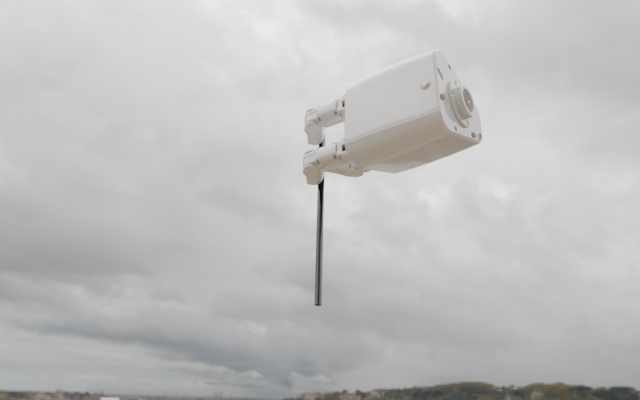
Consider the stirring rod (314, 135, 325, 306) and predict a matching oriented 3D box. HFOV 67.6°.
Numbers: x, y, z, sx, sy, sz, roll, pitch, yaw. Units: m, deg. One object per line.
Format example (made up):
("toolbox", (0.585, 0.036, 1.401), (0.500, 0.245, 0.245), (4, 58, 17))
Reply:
("stirring rod", (0.000, 0.002, 0.560), (0.011, 0.239, 0.011), (1, -23, 0))
